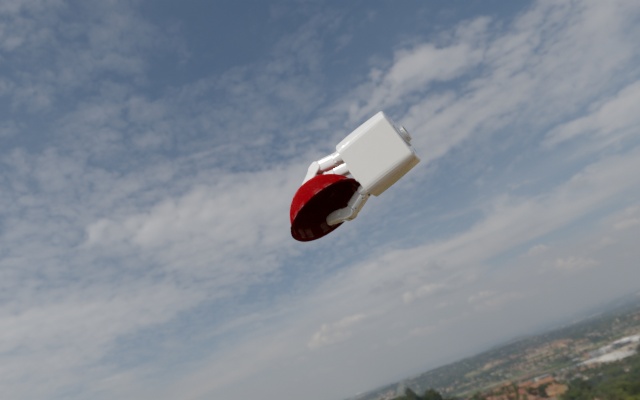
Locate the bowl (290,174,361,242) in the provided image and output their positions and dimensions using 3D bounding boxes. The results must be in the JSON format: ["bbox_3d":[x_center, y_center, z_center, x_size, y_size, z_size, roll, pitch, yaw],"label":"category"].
[{"bbox_3d":[-0.001,0.003,0.889,0.162,0.162,0.055,0,42,-50],"label":"bowl"}]
